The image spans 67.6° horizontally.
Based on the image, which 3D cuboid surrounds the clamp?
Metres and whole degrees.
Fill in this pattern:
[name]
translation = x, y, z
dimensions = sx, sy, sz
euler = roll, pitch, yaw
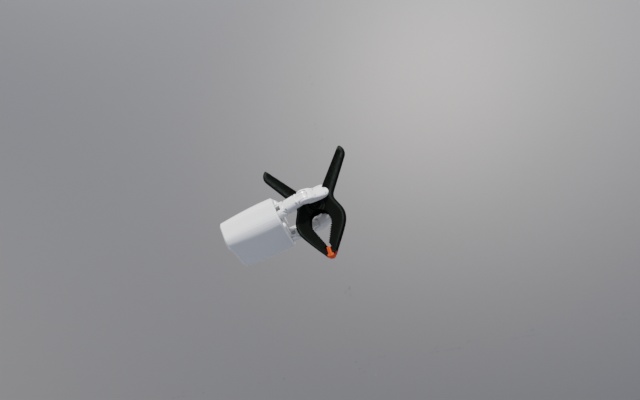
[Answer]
[clamp]
translation = 0.000, 0.003, 0.886
dimensions = 0.164, 0.210, 0.036
euler = -26, -21, 3
